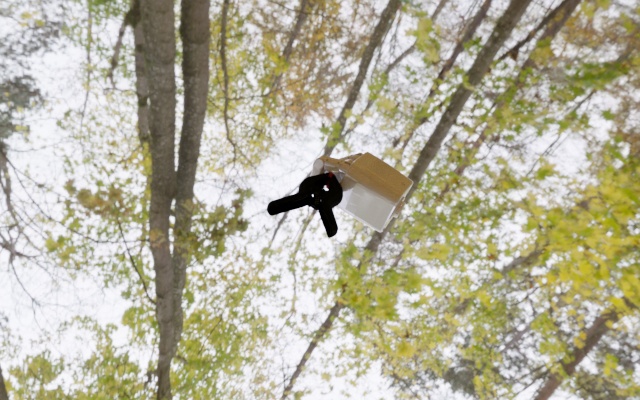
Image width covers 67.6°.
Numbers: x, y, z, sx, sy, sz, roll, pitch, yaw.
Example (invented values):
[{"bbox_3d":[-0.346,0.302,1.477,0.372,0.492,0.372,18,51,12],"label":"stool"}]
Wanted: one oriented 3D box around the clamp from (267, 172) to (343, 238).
[{"bbox_3d":[0.000,0.003,0.814,0.120,0.039,0.171,30,38,13],"label":"clamp"}]
